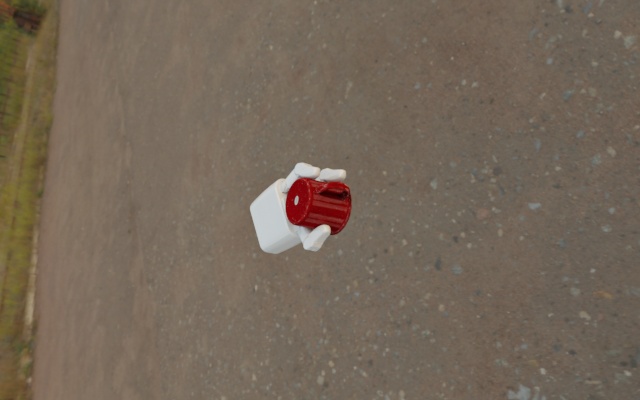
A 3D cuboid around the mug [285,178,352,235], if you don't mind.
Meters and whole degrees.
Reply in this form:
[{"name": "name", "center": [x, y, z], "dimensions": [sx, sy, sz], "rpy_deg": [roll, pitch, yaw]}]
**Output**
[{"name": "mug", "center": [0.001, 0.002, 0.802], "dimensions": [0.081, 0.093, 0.117], "rpy_deg": [12, -32, -33]}]
